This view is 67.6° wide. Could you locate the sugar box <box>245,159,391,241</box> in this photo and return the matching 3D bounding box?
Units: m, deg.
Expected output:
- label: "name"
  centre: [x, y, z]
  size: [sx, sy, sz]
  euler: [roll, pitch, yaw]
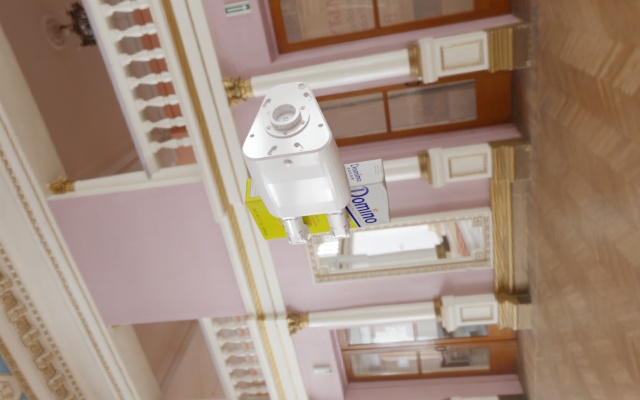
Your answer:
- label: "sugar box"
  centre: [0.000, 0.002, 0.625]
  size: [0.176, 0.048, 0.093]
  euler: [-7, -38, 9]
